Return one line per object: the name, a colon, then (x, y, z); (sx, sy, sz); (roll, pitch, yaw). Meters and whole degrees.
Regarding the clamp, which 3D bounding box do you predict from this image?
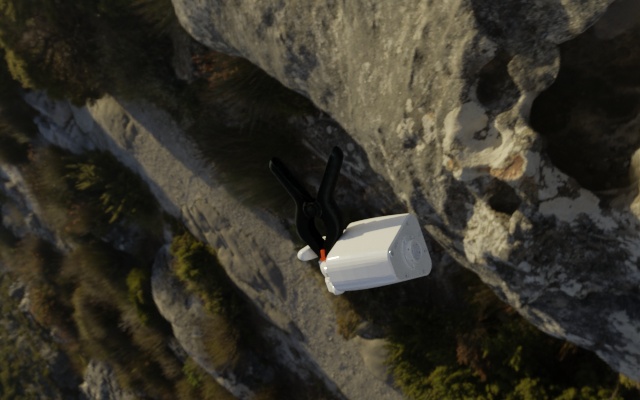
clamp: (0.000, 0.003, 0.699); (0.120, 0.171, 0.039); (-15, 11, 37)
